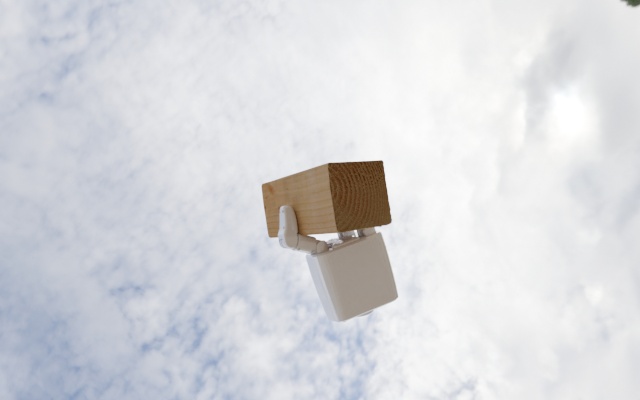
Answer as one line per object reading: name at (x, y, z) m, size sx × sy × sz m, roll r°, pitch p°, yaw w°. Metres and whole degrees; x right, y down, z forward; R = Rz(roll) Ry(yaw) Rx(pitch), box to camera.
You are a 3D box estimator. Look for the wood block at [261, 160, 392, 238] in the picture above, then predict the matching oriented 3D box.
wood block at (0.000, 0.003, 0.699) m, size 0.091 × 0.090 × 0.206 m, roll -7°, pitch -2°, yaw -31°
